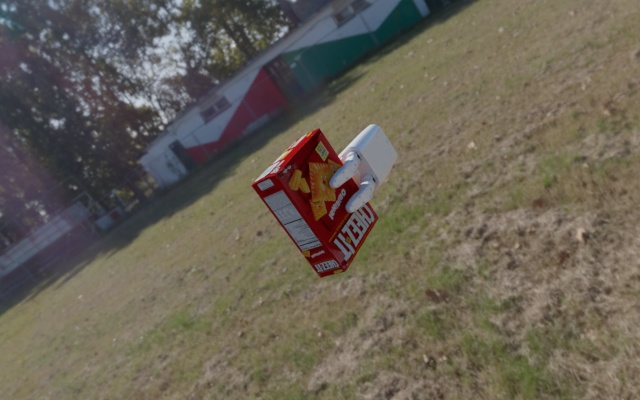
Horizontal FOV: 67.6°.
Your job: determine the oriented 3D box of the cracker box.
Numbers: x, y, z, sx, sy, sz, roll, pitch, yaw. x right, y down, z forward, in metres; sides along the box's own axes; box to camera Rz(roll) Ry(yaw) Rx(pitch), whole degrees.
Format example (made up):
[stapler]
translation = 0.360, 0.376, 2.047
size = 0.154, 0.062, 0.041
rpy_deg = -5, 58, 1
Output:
[cracker box]
translation = 0.000, 0.003, 0.858
size = 0.072, 0.214, 0.164
rpy_deg = -21, 22, 42
